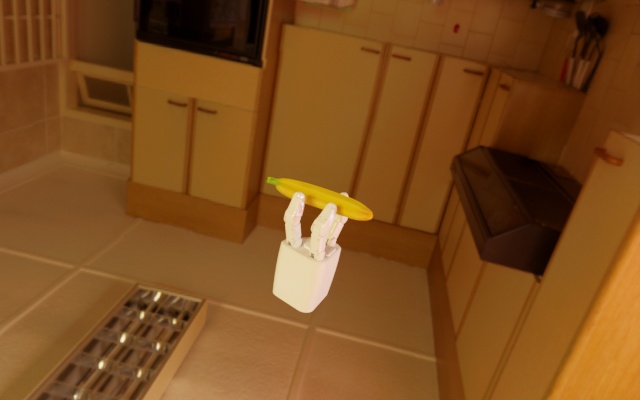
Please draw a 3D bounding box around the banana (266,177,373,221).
[{"bbox_3d":[0.001,-0.001,0.860,0.198,0.037,0.069,17,13,9],"label":"banana"}]
